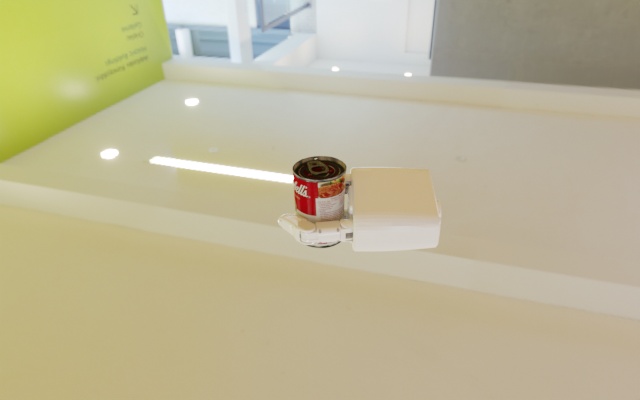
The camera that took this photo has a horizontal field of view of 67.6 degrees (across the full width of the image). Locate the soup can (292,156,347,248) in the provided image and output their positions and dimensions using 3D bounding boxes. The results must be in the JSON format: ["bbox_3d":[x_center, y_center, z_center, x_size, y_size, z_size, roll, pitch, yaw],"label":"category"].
[{"bbox_3d":[0.000,0.002,0.621,0.068,0.102,0.068,-1,31,1],"label":"soup can"}]
